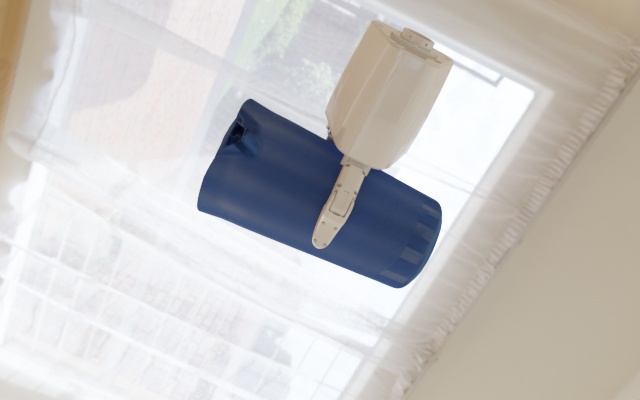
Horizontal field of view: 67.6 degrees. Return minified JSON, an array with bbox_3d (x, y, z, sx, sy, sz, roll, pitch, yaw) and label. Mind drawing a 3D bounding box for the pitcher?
[{"bbox_3d":[0.000,0.002,0.528,0.243,0.145,0.149,26,28,-3],"label":"pitcher"}]
